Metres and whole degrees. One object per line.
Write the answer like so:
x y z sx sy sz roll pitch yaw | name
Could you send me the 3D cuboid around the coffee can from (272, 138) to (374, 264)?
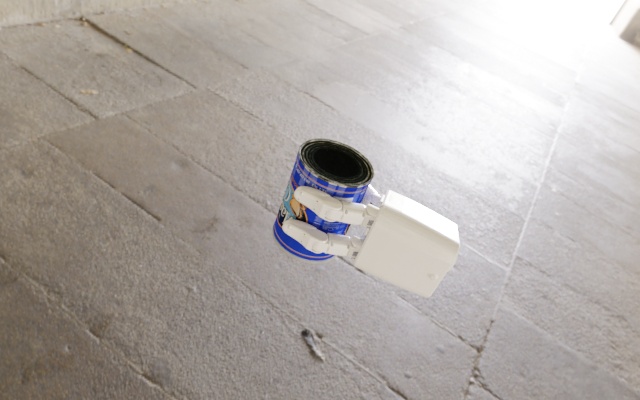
0.000 0.002 0.650 0.103 0.140 0.102 14 36 -11 | coffee can
